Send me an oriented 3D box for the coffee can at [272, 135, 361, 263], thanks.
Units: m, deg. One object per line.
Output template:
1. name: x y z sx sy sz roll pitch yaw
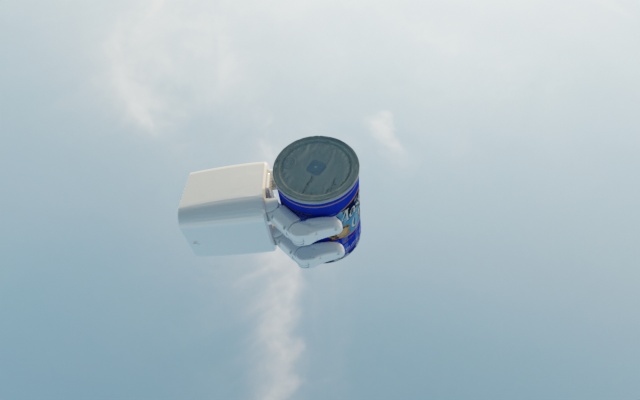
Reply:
1. coffee can: 0.000 0.002 0.613 0.103 0.102 0.140 0 -37 6
